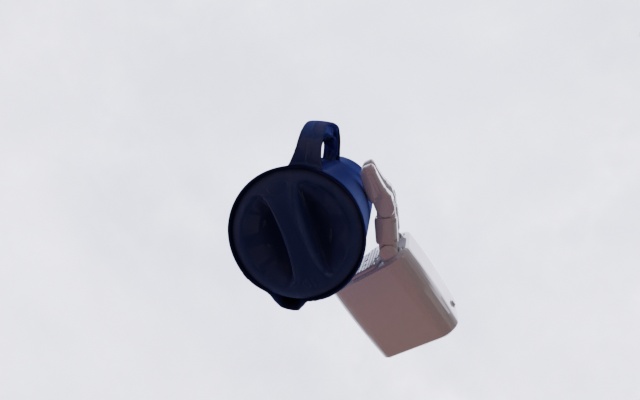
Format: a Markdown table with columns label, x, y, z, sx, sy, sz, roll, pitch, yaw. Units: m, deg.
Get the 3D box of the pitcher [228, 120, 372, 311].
| label | x | y | z | sx | sy | sz | roll | pitch | yaw |
| --- | --- | --- | --- | --- | --- | --- | --- | --- | --- |
| pitcher | 0.000 | 0.002 | 0.552 | 0.149 | 0.145 | 0.242 | -37 | 2 | 15 |
